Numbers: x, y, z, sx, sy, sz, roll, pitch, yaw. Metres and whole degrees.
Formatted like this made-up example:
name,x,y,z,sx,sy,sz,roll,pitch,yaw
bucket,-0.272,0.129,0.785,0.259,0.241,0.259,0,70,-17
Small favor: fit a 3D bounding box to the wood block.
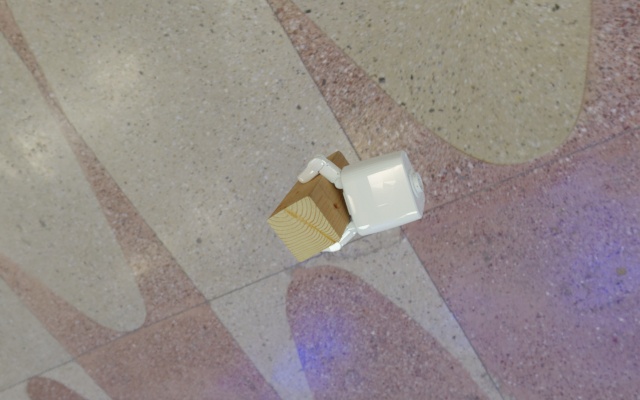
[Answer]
name,x,y,z,sx,sy,sz,roll,pitch,yaw
wood block,0.000,0.002,0.830,0.090,0.091,0.206,-30,13,27
